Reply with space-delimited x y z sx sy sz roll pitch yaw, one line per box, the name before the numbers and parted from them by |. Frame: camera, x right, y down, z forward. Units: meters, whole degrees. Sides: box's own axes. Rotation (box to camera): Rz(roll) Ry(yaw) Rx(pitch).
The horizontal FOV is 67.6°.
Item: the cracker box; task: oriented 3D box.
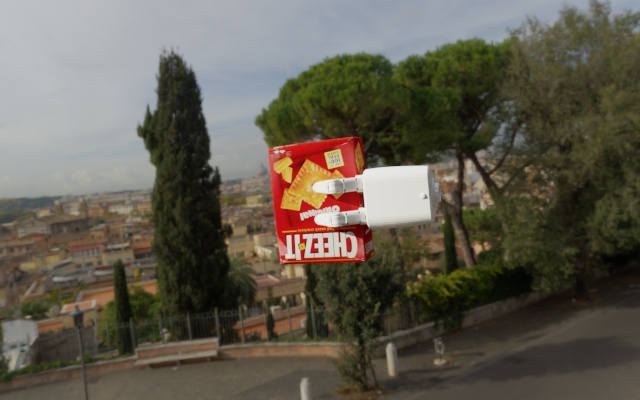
cracker box | 0.000 0.003 0.850 0.164 0.214 0.072 -5 4 20
